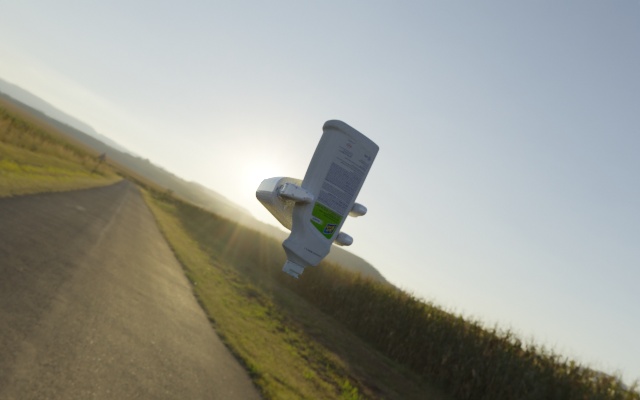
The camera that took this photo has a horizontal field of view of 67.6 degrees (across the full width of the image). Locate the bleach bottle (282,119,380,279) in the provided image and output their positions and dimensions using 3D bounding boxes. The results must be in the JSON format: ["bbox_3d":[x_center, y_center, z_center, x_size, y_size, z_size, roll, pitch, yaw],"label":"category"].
[{"bbox_3d":[0.000,0.003,0.769,0.102,0.251,0.068,30,-9,-24],"label":"bleach bottle"}]
